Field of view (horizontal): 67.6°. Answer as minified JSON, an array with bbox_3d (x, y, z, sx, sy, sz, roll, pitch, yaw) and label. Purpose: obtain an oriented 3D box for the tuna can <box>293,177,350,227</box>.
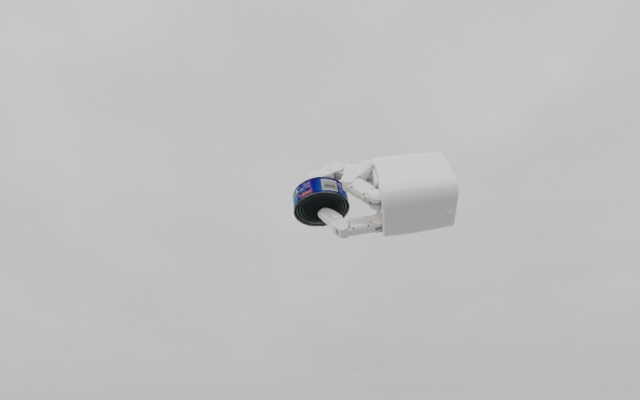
[{"bbox_3d":[0.000,0.002,0.736,0.086,0.033,0.086,-5,-38,-4],"label":"tuna can"}]
